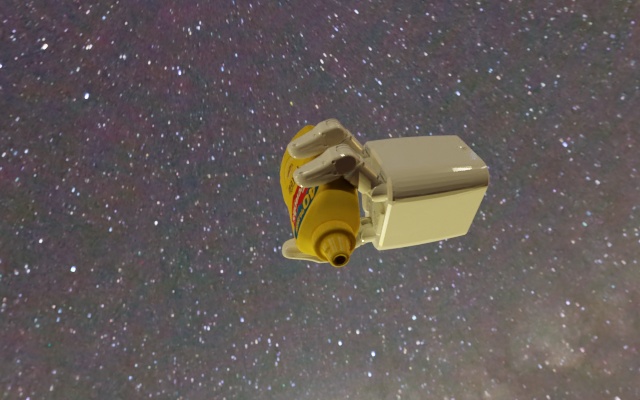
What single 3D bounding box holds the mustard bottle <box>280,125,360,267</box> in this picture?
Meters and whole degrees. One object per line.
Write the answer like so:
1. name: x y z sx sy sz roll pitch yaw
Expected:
1. mustard bottle: 0.000 0.001 0.499 0.058 0.096 0.191 14 28 -21
